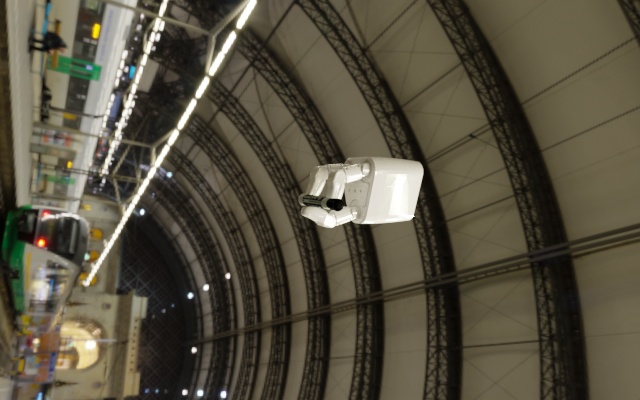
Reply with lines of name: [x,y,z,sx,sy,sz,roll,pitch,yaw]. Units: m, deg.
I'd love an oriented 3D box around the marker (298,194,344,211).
marker: [0.000,0.002,0.724,0.020,0.020,0.121,0,4,-28]
